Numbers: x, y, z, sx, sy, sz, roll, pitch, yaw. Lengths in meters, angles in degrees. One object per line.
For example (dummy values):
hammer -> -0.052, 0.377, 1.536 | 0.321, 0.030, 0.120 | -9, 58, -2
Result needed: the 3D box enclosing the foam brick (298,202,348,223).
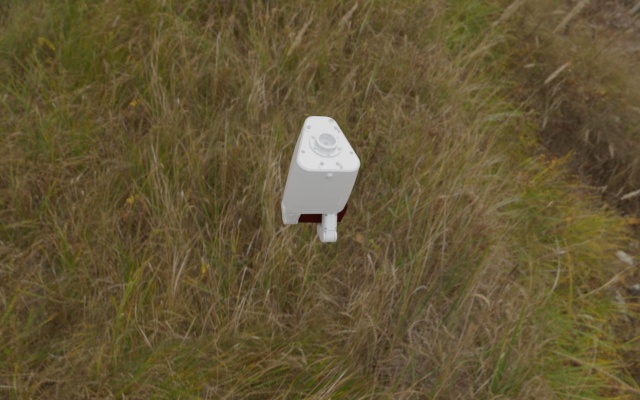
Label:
foam brick -> 0.000, 0.003, 0.793 | 0.078, 0.053, 0.051 | -1, -33, -15
